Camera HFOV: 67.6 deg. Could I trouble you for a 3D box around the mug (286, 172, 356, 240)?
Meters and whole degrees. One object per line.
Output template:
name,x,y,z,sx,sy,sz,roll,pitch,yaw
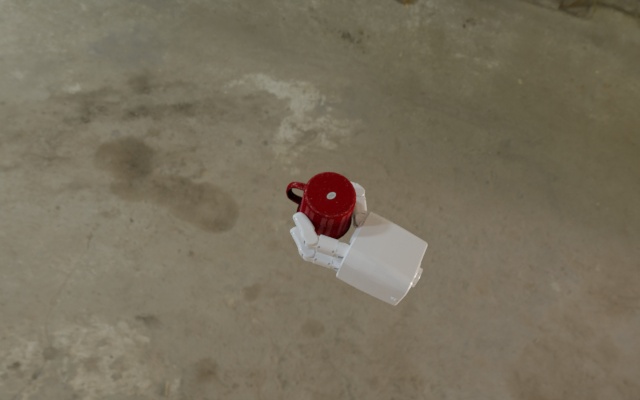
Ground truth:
mug,-0.001,0.002,0.755,0.117,0.093,0.081,26,-28,6
